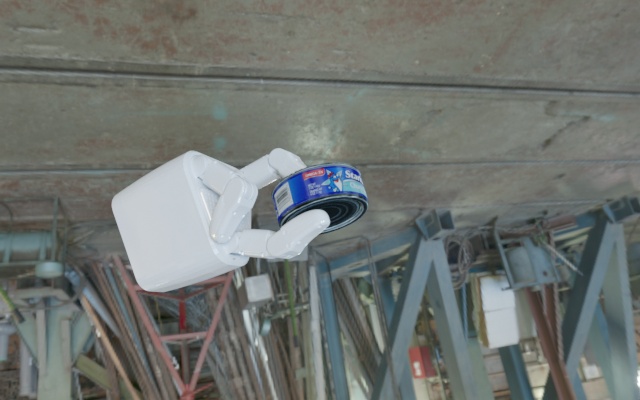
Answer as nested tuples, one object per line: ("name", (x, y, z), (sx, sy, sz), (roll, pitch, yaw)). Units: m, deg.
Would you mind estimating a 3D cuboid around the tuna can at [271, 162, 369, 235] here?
("tuna can", (0.000, 0.002, 0.439), (0.086, 0.033, 0.086), (-13, -24, -6))
